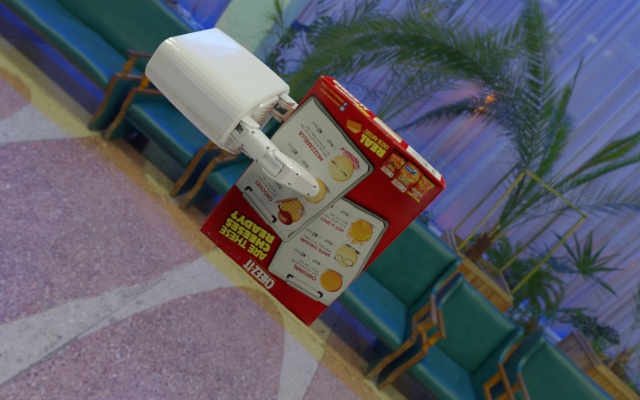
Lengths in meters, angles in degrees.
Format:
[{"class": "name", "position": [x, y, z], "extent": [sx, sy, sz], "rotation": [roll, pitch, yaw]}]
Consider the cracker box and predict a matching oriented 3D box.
[{"class": "cracker box", "position": [0.000, 0.002, 0.516], "extent": [0.164, 0.214, 0.072], "rotation": [42, 18, 1]}]
